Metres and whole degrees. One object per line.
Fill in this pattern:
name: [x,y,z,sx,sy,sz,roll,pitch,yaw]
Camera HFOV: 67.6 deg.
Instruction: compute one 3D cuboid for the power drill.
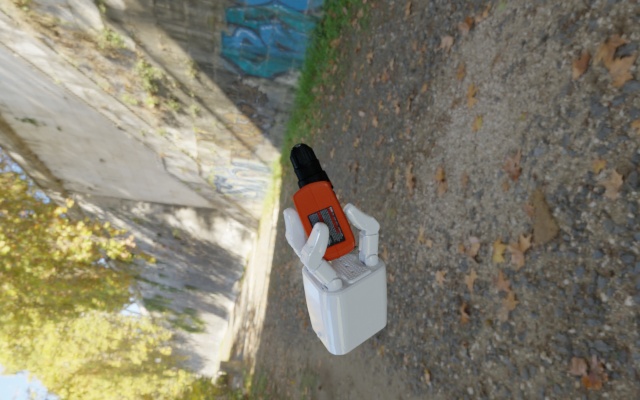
power drill: [0.000,0.003,0.702,0.057,0.184,0.187,-25,6,5]
